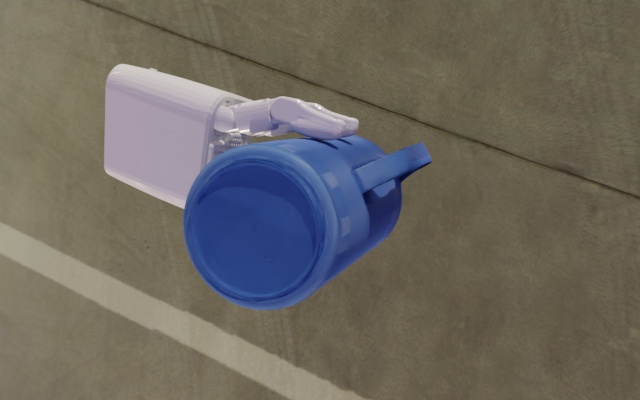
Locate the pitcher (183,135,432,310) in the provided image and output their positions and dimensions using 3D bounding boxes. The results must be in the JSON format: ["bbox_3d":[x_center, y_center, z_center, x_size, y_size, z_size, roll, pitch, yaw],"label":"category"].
[{"bbox_3d":[0.000,0.001,0.407,0.145,0.149,0.243,22,11,12],"label":"pitcher"}]
